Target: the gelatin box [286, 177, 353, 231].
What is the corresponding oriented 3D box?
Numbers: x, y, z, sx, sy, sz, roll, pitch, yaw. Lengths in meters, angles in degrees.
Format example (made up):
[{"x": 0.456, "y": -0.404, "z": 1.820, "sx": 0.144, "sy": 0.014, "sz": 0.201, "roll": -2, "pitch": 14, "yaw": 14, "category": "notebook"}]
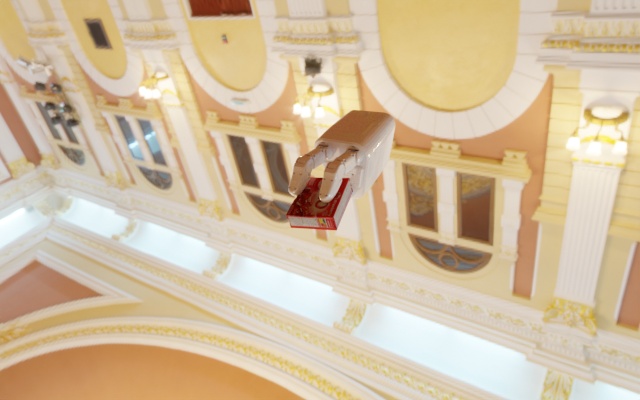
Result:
[{"x": 0.000, "y": 0.003, "z": 0.700, "sx": 0.073, "sy": 0.030, "sz": 0.089, "roll": 2, "pitch": 43, "yaw": 23, "category": "gelatin box"}]
